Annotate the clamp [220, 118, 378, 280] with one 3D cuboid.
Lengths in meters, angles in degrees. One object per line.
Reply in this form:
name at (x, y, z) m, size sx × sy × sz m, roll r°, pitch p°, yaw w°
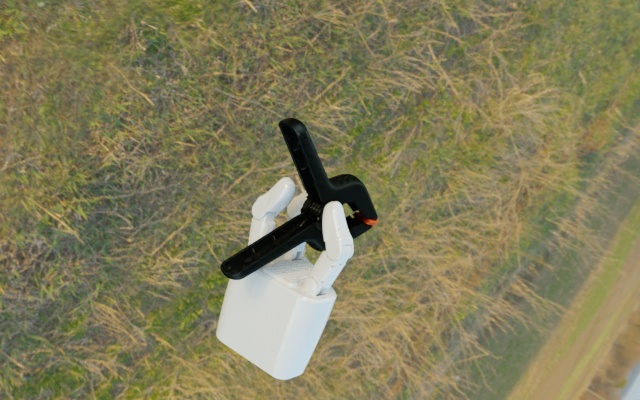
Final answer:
clamp at (0.001, 0.002, 0.512) m, size 0.036 × 0.164 × 0.210 m, roll 32°, pitch 20°, yaw 36°
